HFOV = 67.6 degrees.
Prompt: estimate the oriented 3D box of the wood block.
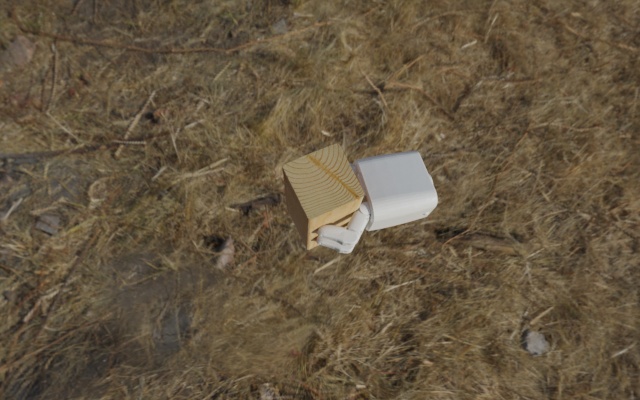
[{"bbox_3d":[0.000,0.002,0.760,0.090,0.090,0.206,-24,-15,-9],"label":"wood block"}]
